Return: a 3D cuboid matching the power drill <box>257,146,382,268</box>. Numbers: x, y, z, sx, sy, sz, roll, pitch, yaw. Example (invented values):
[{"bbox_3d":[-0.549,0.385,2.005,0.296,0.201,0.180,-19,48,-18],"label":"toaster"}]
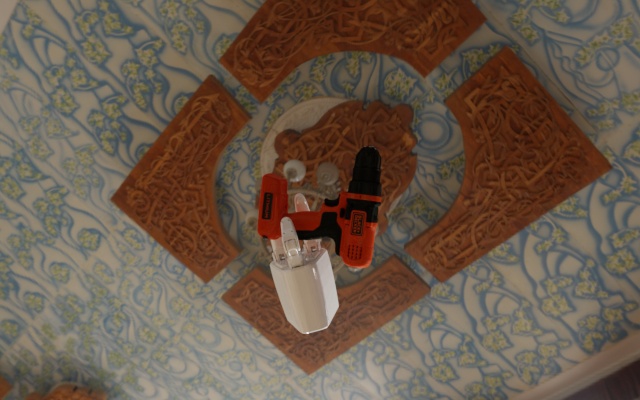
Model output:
[{"bbox_3d":[0.000,0.003,0.742,0.187,0.184,0.057,6,-1,19],"label":"power drill"}]
